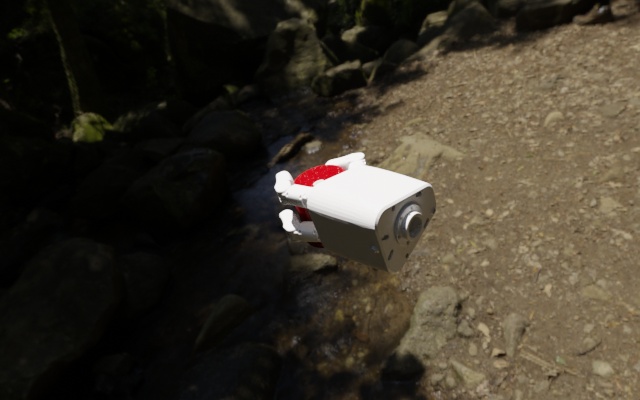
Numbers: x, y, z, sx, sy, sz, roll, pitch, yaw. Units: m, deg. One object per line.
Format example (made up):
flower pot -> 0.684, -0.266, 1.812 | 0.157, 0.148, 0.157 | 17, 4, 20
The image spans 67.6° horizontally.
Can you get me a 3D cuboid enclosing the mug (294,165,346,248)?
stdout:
mug -> -0.001, 0.002, 0.664 | 0.117, 0.081, 0.093 | 17, 49, 43
